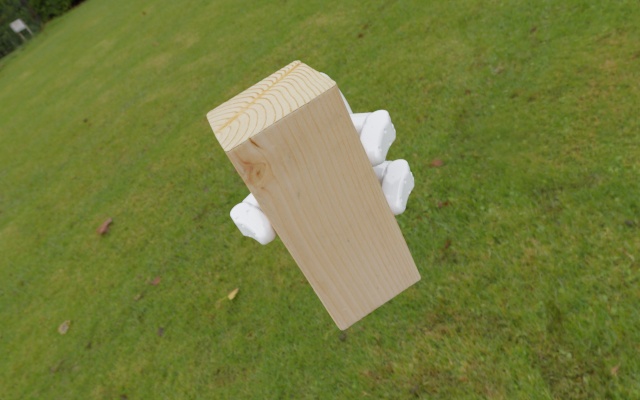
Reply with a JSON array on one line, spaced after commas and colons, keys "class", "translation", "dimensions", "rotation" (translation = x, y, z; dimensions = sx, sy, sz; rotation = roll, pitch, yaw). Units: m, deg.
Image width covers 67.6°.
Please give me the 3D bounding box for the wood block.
[{"class": "wood block", "translation": [0.000, 0.001, 0.411], "dimensions": [0.091, 0.206, 0.090], "rotation": [-32, 34, -5]}]
